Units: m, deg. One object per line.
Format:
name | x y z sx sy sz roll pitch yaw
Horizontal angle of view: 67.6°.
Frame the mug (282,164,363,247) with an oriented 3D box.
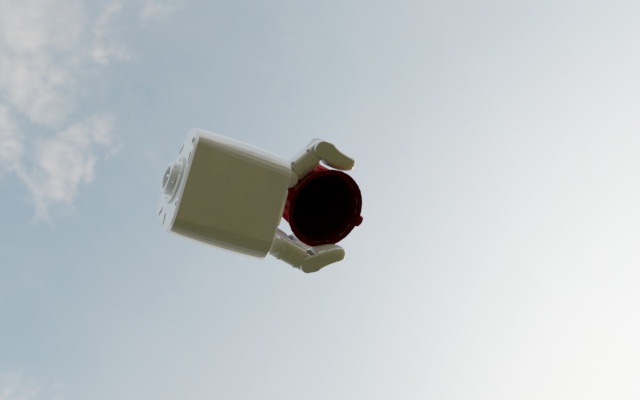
mug | 0.001 0.002 0.579 0.117 0.093 0.081 21 8 -30
